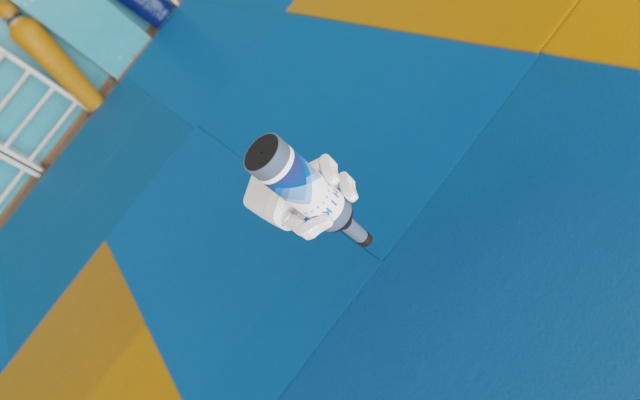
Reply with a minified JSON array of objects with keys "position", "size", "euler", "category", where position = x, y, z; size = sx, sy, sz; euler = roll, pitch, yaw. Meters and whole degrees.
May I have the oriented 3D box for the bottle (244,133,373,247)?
[{"position":[0.000,0.002,0.766],"size":[0.069,0.069,0.296],"euler":[0,-29,40],"category":"bottle"}]
